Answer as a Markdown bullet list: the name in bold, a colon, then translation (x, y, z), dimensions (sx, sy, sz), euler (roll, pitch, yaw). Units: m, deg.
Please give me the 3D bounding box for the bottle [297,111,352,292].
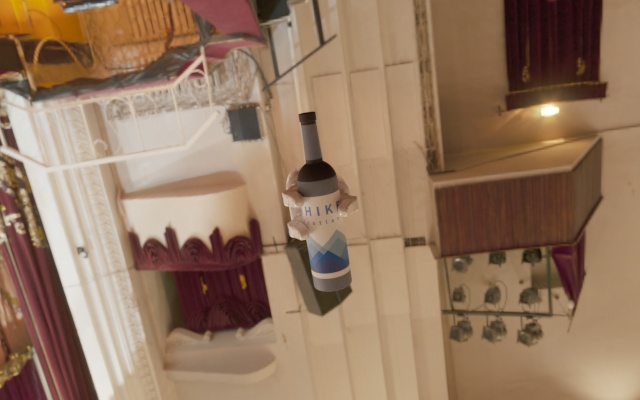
- **bottle**: translation (0.000, 0.003, 0.789), dimensions (0.069, 0.296, 0.069), euler (-8, 15, 2)
